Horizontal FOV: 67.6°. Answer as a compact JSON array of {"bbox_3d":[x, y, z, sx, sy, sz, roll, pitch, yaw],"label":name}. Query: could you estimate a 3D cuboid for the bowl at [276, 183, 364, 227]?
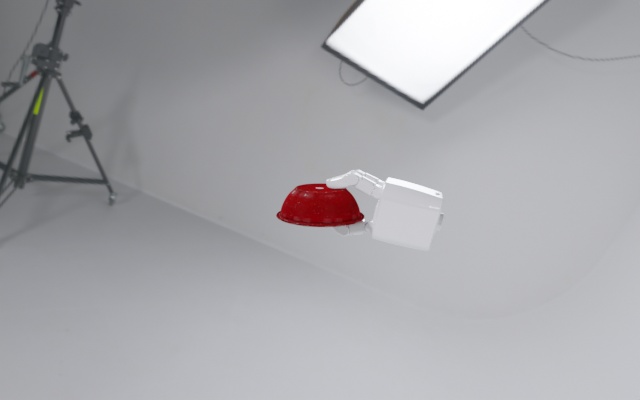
[{"bbox_3d":[-0.001,0.002,0.870,0.162,0.055,0.162,0,12,0],"label":"bowl"}]
